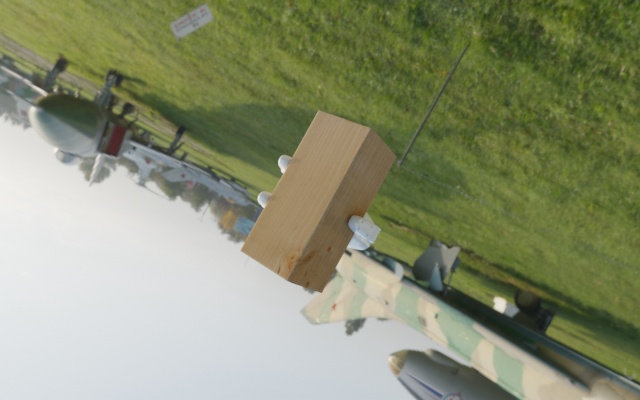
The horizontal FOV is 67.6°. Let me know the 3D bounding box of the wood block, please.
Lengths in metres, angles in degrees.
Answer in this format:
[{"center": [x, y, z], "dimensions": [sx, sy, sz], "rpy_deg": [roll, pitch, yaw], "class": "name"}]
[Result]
[{"center": [0.000, 0.002, 0.617], "dimensions": [0.091, 0.206, 0.090], "rpy_deg": [26, -5, 34], "class": "wood block"}]
